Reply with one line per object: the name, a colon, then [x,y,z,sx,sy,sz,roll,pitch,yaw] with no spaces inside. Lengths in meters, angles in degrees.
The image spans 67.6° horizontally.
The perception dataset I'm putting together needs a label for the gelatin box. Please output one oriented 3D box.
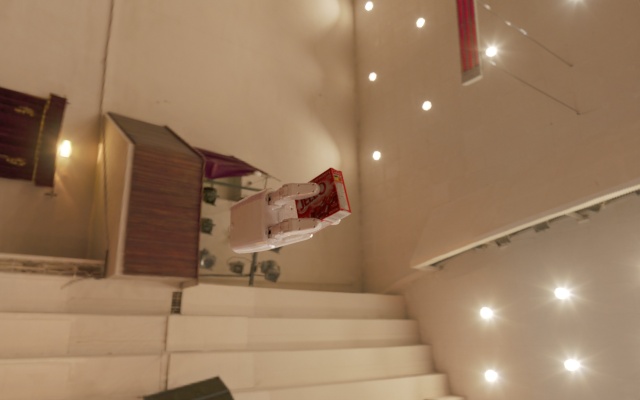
gelatin box: [0.001,0.002,0.734,0.089,0.073,0.030,-31,-31,36]
